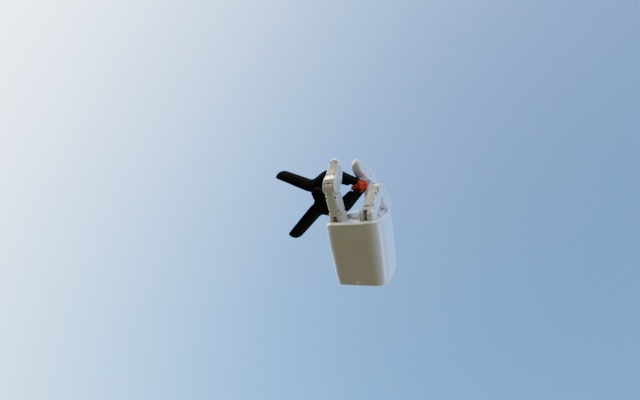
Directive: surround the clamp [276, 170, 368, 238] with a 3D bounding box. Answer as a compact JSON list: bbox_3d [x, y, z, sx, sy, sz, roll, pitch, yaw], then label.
[{"bbox_3d":[0.001,0.002,0.812,0.171,0.120,0.039,-4,9,34],"label":"clamp"}]
